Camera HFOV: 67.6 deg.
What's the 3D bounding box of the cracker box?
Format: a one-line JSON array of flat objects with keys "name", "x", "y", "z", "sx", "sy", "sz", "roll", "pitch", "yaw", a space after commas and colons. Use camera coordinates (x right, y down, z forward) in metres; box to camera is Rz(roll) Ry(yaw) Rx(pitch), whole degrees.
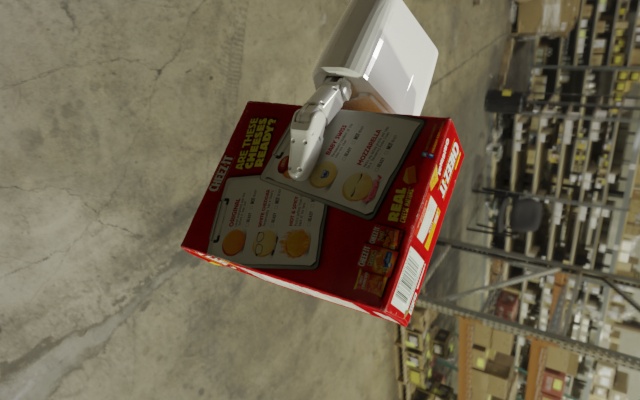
[{"name": "cracker box", "x": 0.000, "y": 0.001, "z": 0.432, "sx": 0.213, "sy": 0.164, "sz": 0.072, "roll": 11, "pitch": -19, "yaw": 32}]
